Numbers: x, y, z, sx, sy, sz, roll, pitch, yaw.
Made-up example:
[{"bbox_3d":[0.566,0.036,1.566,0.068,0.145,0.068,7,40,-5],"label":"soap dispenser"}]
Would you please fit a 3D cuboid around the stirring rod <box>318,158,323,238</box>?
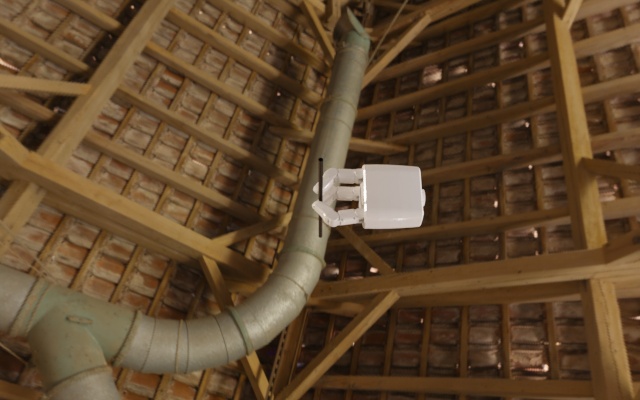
[{"bbox_3d":[0.000,0.003,0.885,0.011,0.011,0.240,0,-36,0],"label":"stirring rod"}]
